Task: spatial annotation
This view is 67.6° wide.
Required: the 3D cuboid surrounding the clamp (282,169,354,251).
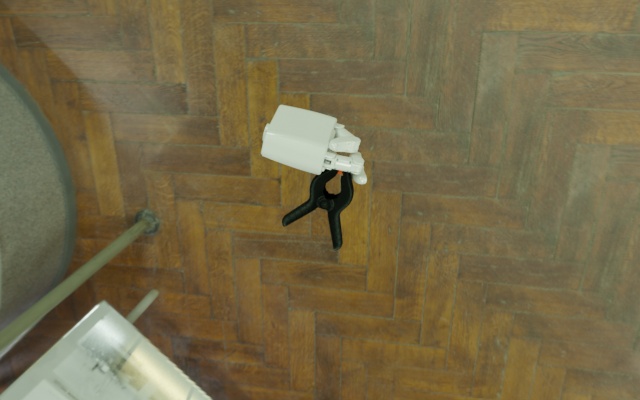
[{"bbox_3d":[0.000,0.003,0.861,0.120,0.171,0.039,15,23,-1],"label":"clamp"}]
